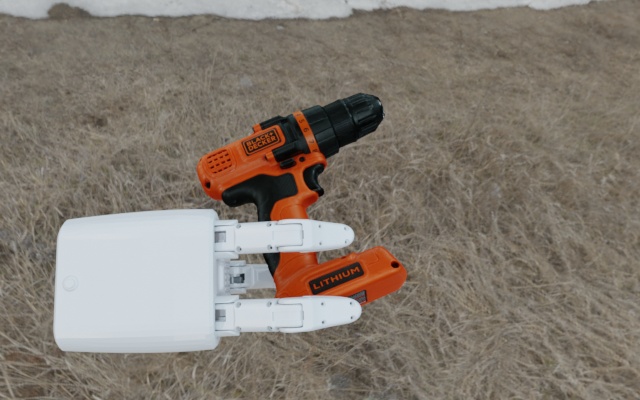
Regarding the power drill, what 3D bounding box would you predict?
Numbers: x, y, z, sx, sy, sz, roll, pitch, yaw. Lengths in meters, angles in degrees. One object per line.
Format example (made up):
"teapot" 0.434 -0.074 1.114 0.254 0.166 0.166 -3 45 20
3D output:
"power drill" 0.000 0.002 0.417 0.184 0.187 0.057 -24 -29 -2
